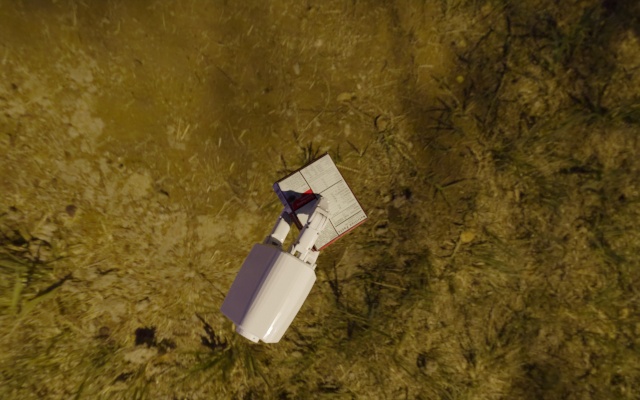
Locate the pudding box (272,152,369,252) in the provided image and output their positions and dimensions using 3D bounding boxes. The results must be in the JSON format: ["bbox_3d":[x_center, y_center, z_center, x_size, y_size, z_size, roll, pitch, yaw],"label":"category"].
[{"bbox_3d":[0.000,0.002,0.670,0.090,0.113,0.039,-31,2,-14],"label":"pudding box"}]
